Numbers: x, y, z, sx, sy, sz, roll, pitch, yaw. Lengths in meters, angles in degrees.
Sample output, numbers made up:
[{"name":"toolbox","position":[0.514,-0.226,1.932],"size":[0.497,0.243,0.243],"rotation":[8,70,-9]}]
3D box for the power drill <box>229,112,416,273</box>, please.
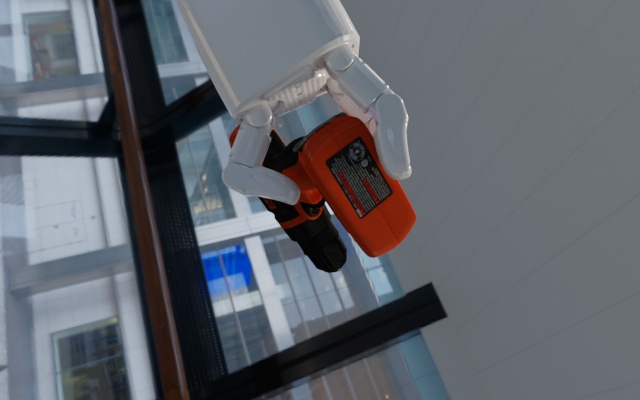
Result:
[{"name":"power drill","position":[0.000,0.001,0.429],"size":[0.057,0.184,0.187],"rotation":[-41,18,-21]}]
